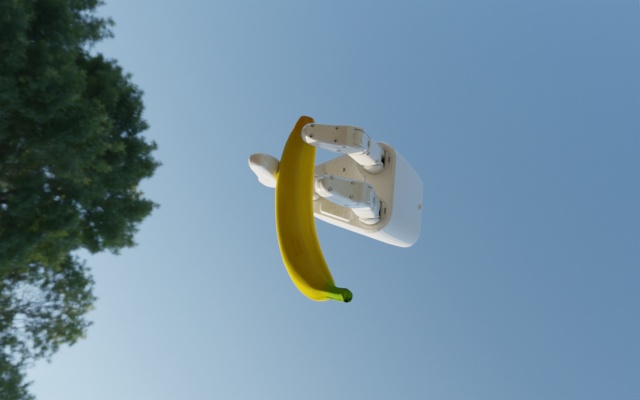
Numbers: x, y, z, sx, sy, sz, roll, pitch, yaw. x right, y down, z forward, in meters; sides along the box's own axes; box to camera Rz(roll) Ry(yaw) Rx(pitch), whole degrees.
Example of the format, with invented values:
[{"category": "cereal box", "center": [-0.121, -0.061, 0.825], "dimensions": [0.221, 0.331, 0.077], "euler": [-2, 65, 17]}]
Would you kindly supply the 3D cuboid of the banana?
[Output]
[{"category": "banana", "center": [-0.014, 0.013, 0.446], "dimensions": [0.070, 0.197, 0.037], "euler": [-30, -34, 28]}]
